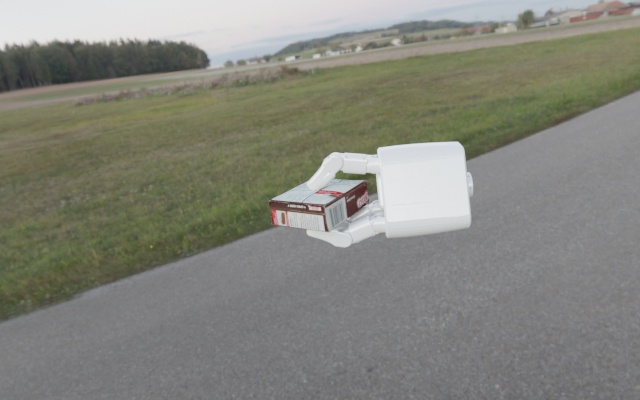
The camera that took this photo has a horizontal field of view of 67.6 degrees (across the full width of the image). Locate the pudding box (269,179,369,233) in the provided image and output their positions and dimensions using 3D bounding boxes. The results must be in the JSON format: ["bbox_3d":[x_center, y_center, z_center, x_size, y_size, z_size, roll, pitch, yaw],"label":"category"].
[{"bbox_3d":[0.000,0.002,0.638,0.090,0.039,0.113,4,19,33],"label":"pudding box"}]
